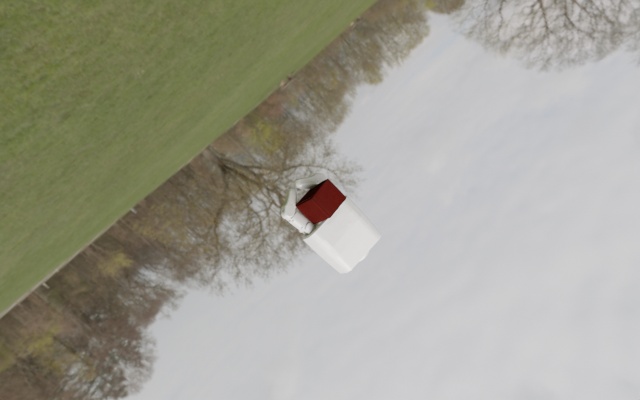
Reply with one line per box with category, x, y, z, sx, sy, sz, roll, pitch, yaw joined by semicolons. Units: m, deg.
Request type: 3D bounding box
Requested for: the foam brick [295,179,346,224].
foam brick;0.000;0.003;0.871;0.053;0.051;0.078;-49;10;-25
